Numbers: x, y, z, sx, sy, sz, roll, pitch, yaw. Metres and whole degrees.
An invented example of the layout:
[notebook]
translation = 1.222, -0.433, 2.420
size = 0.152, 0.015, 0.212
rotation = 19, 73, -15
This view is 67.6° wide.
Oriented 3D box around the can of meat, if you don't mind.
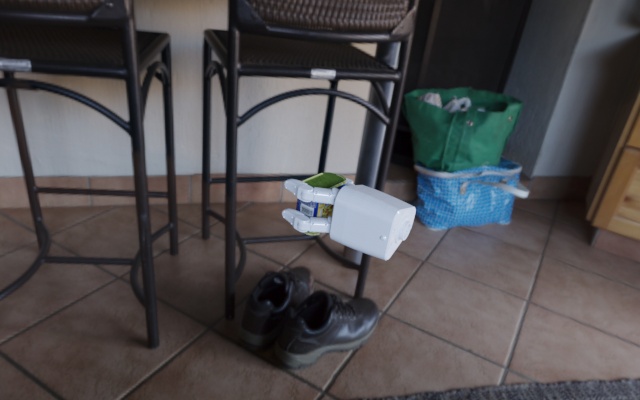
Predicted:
[can of meat]
translation = 0.000, 0.002, 0.854
size = 0.057, 0.084, 0.102
rotation = 24, 31, 28
